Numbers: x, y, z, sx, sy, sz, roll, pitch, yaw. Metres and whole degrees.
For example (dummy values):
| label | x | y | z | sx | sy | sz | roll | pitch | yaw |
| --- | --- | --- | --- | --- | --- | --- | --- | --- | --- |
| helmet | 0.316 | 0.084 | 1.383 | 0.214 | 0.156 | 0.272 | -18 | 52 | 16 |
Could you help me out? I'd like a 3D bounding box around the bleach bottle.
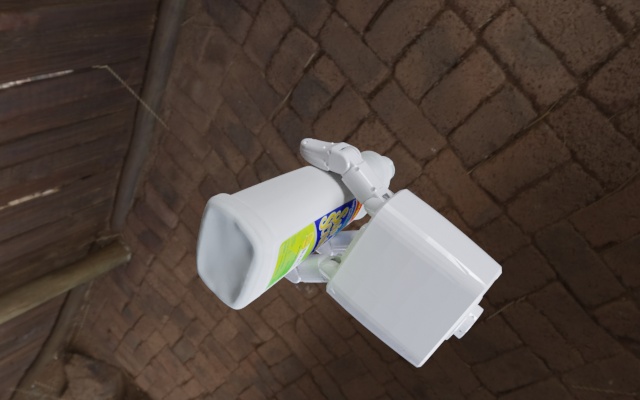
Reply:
| label | x | y | z | sx | sy | sz | roll | pitch | yaw |
| --- | --- | --- | --- | --- | --- | --- | --- | --- | --- |
| bleach bottle | 0.000 | 0.002 | 0.462 | 0.068 | 0.103 | 0.250 | 40 | 42 | 19 |
